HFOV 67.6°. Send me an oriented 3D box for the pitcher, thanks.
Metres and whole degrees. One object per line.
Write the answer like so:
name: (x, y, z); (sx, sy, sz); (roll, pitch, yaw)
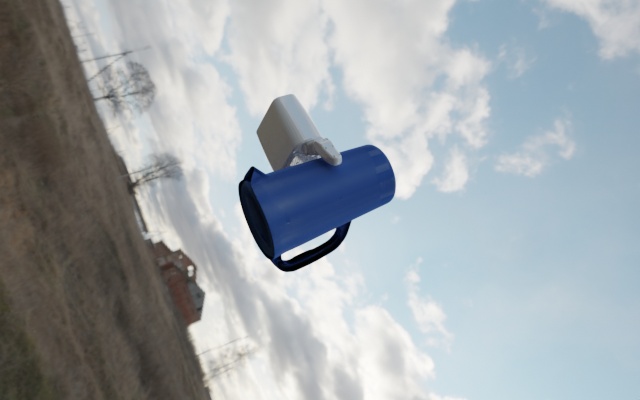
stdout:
pitcher: (0.000, 0.002, 0.784); (0.243, 0.145, 0.149); (-21, -24, -21)
